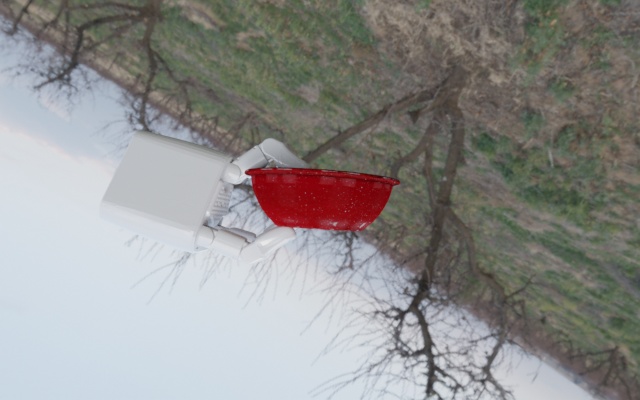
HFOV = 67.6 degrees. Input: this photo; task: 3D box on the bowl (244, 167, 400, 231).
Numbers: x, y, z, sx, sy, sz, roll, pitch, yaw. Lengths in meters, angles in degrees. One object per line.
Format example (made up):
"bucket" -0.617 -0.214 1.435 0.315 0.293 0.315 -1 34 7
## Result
"bowl" 0.001 0.002 0.496 0.162 0.055 0.162 3 -2 0
